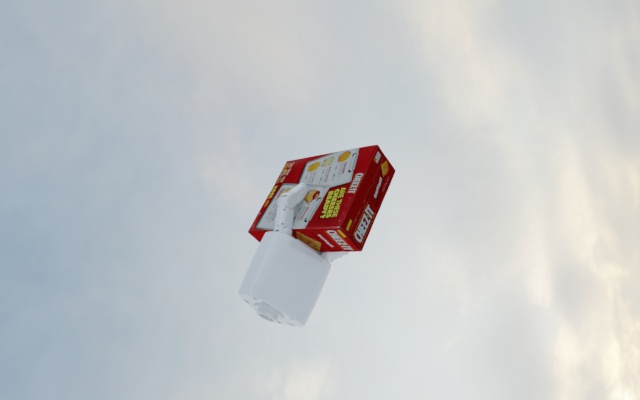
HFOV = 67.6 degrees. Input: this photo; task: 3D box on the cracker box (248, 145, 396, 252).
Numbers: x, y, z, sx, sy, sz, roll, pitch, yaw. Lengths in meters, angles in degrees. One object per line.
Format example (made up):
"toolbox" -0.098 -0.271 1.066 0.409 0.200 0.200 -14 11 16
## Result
"cracker box" 0.000 0.002 0.793 0.214 0.164 0.072 -5 -41 44
